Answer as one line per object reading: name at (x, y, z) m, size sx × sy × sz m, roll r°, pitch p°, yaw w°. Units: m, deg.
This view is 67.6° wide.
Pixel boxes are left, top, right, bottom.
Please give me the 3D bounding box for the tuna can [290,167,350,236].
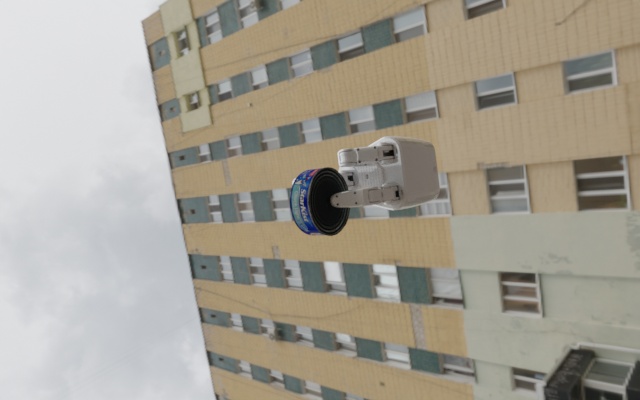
tuna can at (0.000, 0.002, 0.604) m, size 0.034 × 0.086 × 0.086 m, roll -3°, pitch -2°, yaw 38°
